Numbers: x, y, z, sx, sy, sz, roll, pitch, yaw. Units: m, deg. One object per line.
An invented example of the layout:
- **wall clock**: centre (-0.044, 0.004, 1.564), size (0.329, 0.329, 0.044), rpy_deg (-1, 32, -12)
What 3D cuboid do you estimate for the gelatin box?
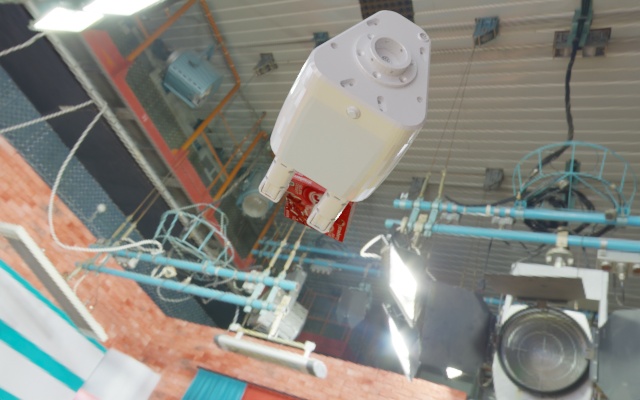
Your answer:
- **gelatin box**: centre (0.000, 0.001, 0.507), size (0.073, 0.030, 0.089), rpy_deg (24, -29, 8)
